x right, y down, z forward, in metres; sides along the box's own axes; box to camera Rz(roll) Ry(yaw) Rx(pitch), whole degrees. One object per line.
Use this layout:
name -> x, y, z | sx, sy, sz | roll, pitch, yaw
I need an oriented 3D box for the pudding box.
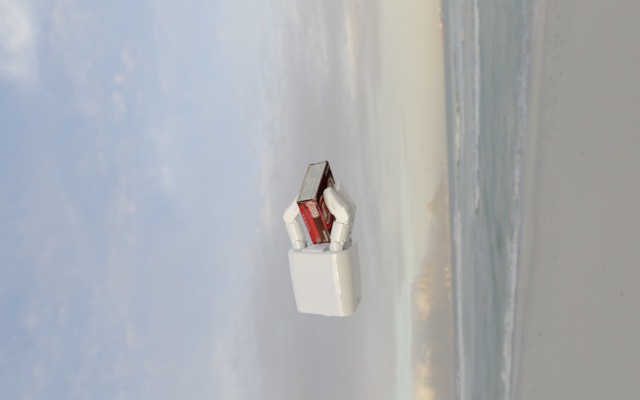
pudding box -> 0.000, 0.003, 0.781 | 0.039, 0.090, 0.113 | -8, 35, 16
